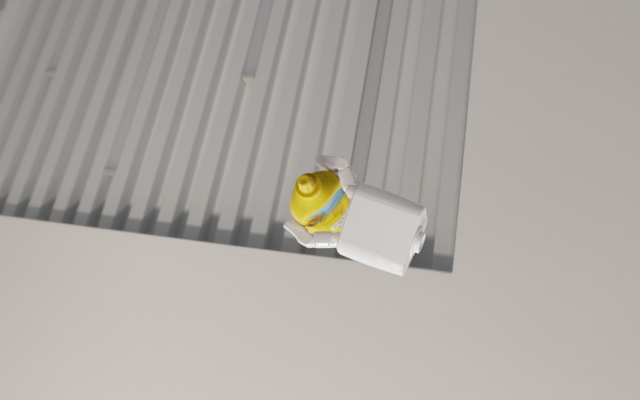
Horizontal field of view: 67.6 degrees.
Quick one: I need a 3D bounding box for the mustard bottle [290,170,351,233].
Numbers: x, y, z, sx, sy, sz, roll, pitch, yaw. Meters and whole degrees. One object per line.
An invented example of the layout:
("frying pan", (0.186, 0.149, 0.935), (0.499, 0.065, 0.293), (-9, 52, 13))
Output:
("mustard bottle", (0.000, 0.002, 0.773), (0.058, 0.096, 0.192), (46, -3, 24))
